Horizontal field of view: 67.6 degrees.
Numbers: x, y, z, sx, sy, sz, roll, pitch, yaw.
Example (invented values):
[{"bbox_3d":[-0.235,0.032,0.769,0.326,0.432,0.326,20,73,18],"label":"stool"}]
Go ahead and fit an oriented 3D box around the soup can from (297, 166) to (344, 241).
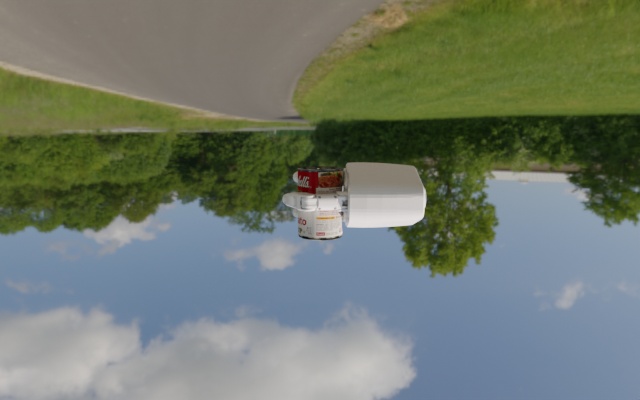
[{"bbox_3d":[0.000,0.003,0.703,0.068,0.102,0.068,0,8,0],"label":"soup can"}]
